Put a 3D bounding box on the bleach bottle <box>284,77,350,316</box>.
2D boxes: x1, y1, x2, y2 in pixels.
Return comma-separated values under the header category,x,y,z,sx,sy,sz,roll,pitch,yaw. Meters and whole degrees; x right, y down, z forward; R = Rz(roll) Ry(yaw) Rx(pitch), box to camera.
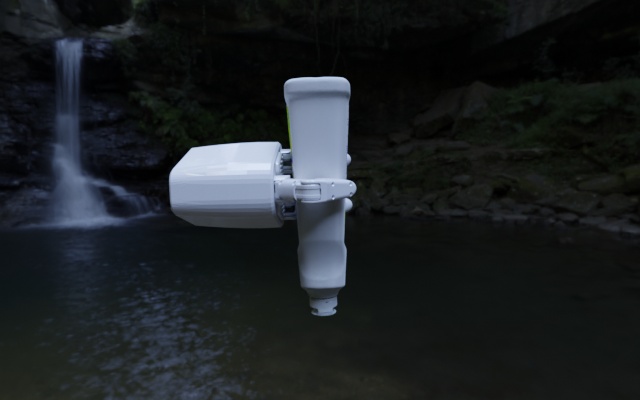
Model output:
category,x,y,z,sx,sy,sz,roll,pitch,yaw
bleach bottle,0.000,0.002,0.518,0.068,0.251,0.102,-2,5,1
